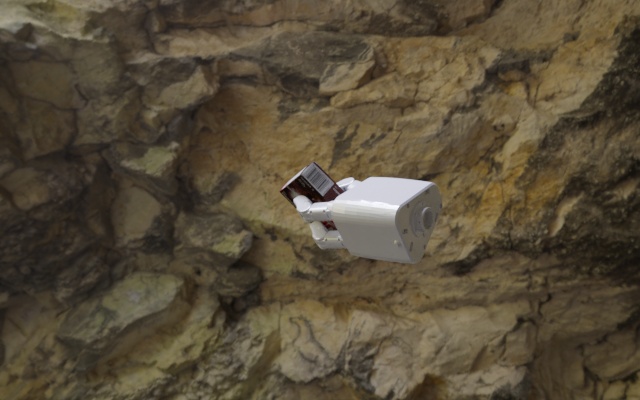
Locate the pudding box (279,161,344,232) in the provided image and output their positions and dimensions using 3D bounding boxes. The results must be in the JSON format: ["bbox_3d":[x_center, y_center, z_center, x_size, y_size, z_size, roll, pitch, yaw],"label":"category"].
[{"bbox_3d":[0.000,0.002,0.739,0.039,0.113,0.090,-46,7,-30],"label":"pudding box"}]
